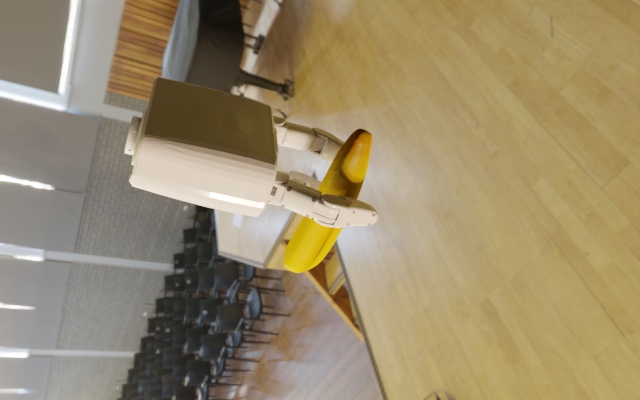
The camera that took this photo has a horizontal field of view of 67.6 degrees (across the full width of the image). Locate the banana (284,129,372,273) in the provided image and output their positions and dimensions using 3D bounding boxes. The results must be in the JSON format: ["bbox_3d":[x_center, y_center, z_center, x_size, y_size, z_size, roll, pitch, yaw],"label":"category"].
[{"bbox_3d":[-0.001,0.018,0.467,0.037,0.069,0.198,15,-43,-16],"label":"banana"}]
